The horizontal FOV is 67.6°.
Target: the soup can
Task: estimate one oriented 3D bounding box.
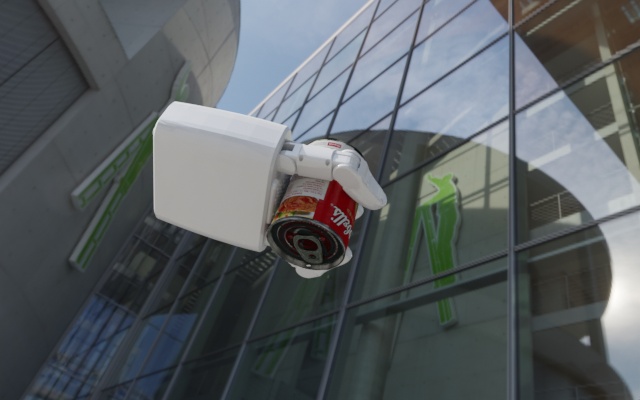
[{"bbox_3d":[0.001,0.001,0.426,0.068,0.102,0.069,11,-41,10],"label":"soup can"}]
